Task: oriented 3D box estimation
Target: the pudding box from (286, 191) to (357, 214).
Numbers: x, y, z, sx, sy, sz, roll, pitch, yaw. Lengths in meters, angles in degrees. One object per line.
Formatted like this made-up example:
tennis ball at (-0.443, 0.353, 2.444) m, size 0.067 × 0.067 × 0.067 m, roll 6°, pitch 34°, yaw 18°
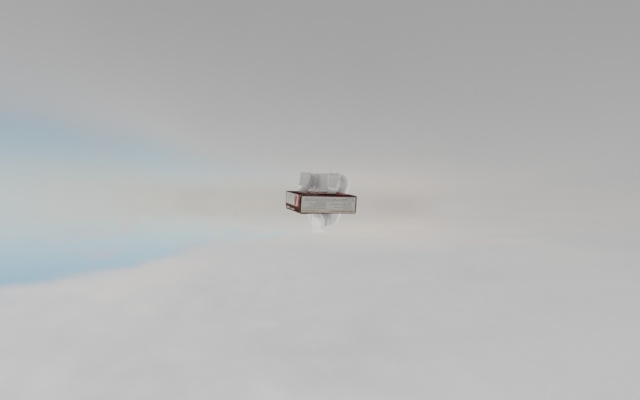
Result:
pudding box at (0.000, 0.003, 0.898) m, size 0.113 × 0.039 × 0.090 m, roll -1°, pitch 5°, yaw -20°
